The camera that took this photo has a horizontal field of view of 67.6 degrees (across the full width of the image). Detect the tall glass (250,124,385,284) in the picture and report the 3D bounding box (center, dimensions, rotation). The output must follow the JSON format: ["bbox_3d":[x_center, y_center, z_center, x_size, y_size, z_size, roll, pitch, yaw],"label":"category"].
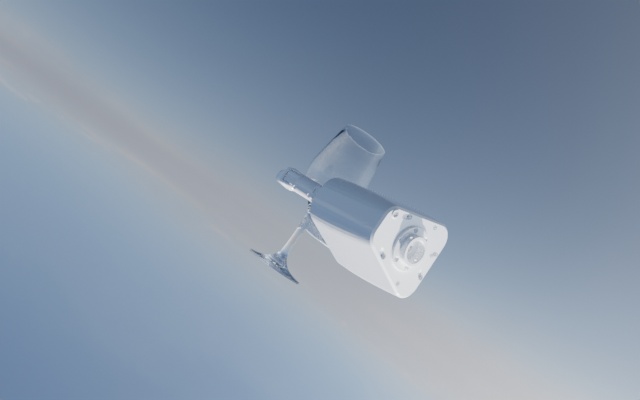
[{"bbox_3d":[0.000,0.002,0.601,0.079,0.201,0.079,35,-7,5],"label":"tall glass"}]
